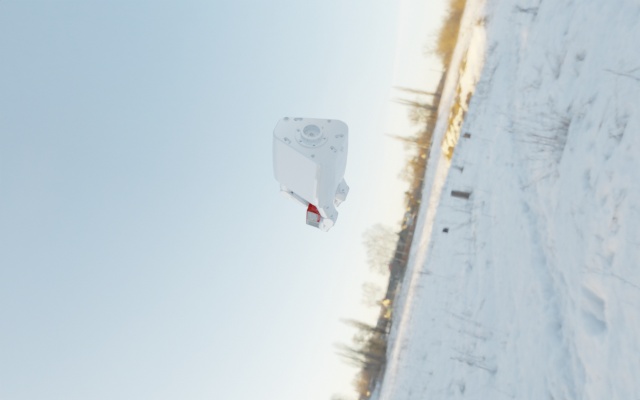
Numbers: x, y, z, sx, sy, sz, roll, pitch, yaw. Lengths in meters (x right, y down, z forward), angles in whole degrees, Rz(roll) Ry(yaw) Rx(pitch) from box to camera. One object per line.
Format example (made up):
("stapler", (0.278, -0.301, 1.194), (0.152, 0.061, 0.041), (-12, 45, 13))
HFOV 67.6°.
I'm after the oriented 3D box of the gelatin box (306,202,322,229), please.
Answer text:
("gelatin box", (0.000, 0.003, 0.854), (0.030, 0.073, 0.089), (20, -19, 4))
